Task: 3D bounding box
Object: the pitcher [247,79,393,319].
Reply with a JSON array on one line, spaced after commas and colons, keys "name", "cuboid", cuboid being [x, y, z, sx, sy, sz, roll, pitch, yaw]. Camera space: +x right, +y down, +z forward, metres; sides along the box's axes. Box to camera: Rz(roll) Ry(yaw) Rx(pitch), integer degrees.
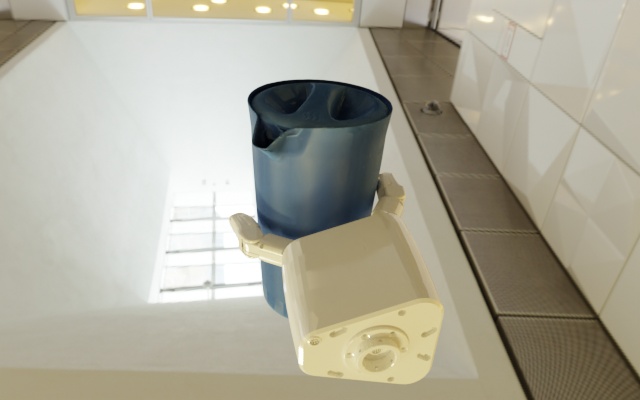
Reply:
[{"name": "pitcher", "cuboid": [0.000, 0.002, 0.504, 0.149, 0.243, 0.145, -2, 32, -10]}]
